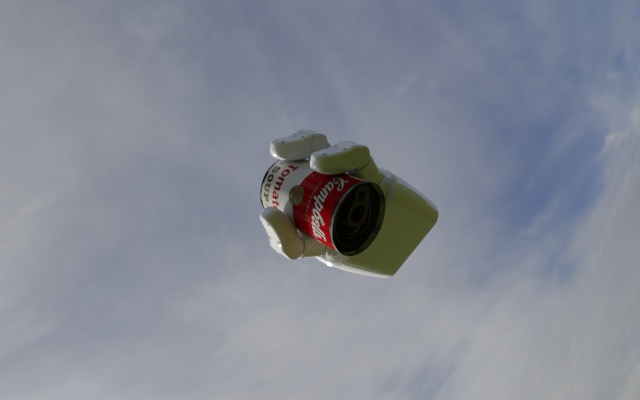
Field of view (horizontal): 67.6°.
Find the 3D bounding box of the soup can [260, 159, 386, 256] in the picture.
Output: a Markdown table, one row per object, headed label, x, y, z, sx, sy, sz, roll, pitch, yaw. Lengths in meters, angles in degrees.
| label | x | y | z | sx | sy | sz | roll | pitch | yaw |
| --- | --- | --- | --- | --- | --- | --- | --- | --- | --- |
| soup can | 0.000 | 0.001 | 0.444 | 0.068 | 0.068 | 0.102 | 0 | 17 | -45 |
